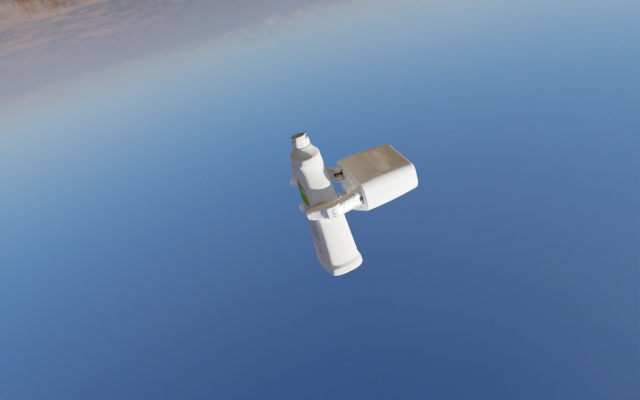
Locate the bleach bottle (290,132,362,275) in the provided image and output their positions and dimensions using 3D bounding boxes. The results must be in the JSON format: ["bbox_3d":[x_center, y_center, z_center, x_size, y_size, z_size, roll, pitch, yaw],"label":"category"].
[{"bbox_3d":[0.000,0.003,0.849,0.068,0.251,0.102,-24,23,-14],"label":"bleach bottle"}]
